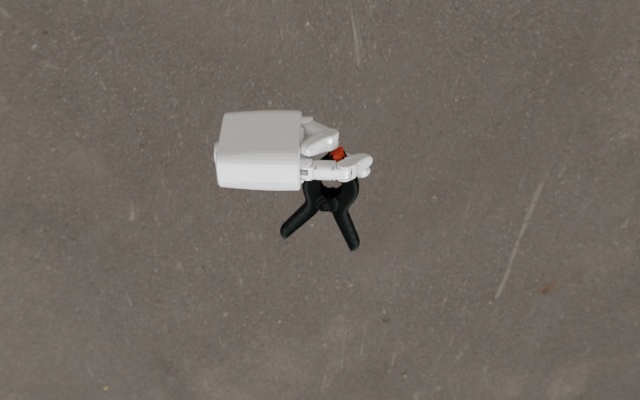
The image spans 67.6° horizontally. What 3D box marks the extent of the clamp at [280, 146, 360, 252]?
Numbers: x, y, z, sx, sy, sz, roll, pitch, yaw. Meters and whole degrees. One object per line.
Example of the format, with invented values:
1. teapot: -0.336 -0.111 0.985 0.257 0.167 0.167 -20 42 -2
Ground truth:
1. clamp: 0.000 0.002 0.680 0.120 0.172 0.039 0 34 -1
